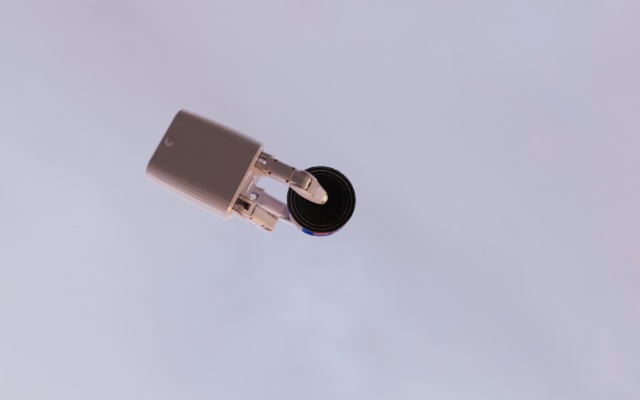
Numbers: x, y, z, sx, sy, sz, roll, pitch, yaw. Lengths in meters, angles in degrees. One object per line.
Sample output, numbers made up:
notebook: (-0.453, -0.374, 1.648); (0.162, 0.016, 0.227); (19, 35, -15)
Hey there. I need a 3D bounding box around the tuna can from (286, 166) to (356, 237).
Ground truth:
tuna can: (0.000, 0.002, 0.602); (0.086, 0.086, 0.034); (0, -14, -4)
